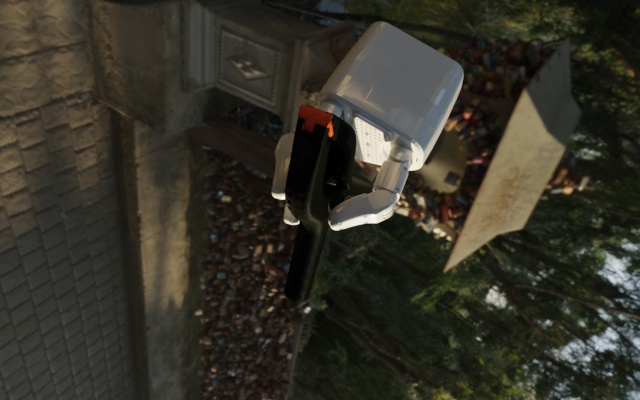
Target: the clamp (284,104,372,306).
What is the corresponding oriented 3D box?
[{"bbox_3d":[0.001,0.001,0.437,0.036,0.164,0.210,22,-22,19],"label":"clamp"}]
